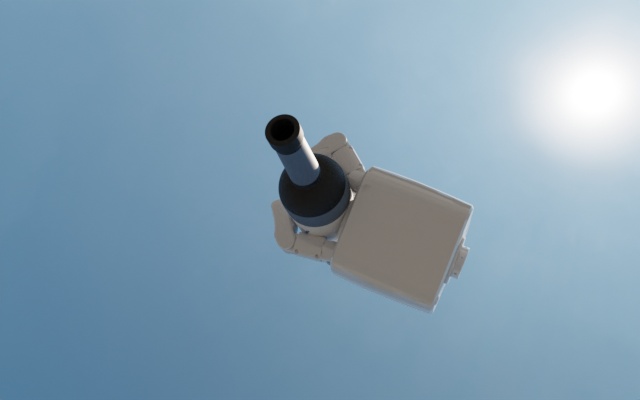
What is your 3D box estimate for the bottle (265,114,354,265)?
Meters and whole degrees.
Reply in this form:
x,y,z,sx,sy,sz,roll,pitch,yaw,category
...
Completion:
x,y,z,sx,sy,sz,roll,pitch,yaw,category
0.000,0.002,0.488,0.069,0.069,0.296,0,-22,12,bottle
